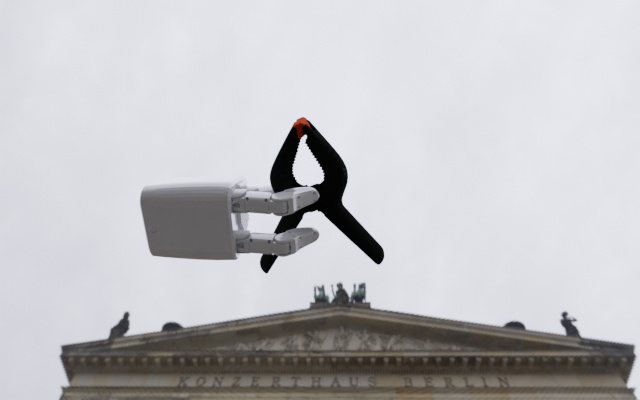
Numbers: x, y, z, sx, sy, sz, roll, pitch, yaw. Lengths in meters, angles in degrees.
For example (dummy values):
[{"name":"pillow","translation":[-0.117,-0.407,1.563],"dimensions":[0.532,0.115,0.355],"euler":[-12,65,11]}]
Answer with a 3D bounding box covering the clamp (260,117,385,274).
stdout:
[{"name":"clamp","translation":[0.000,0.001,0.594],"dimensions":[0.164,0.210,0.036],"euler":[0,26,2]}]
